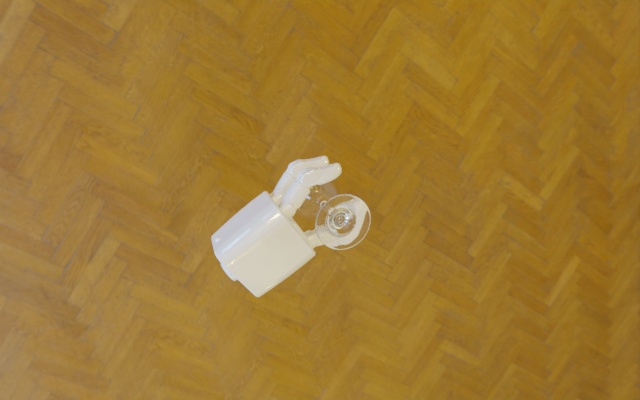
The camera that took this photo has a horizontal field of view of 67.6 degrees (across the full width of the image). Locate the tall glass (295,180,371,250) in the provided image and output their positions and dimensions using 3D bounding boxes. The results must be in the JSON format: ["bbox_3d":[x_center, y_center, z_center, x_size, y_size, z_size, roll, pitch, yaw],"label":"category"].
[{"bbox_3d":[0.000,0.002,0.693,0.079,0.079,0.201,0,15,-17],"label":"tall glass"}]
